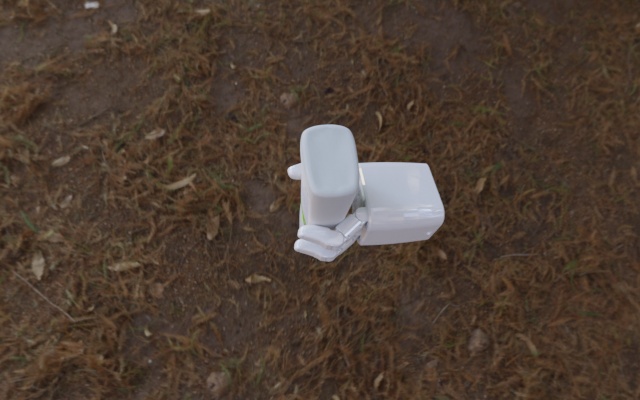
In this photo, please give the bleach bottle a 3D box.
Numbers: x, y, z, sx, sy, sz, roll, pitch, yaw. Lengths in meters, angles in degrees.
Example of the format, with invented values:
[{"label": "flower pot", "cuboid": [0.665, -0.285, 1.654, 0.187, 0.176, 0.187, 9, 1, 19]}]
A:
[{"label": "bleach bottle", "cuboid": [0.000, 0.002, 0.678, 0.068, 0.102, 0.251, -4, -23, -8]}]
